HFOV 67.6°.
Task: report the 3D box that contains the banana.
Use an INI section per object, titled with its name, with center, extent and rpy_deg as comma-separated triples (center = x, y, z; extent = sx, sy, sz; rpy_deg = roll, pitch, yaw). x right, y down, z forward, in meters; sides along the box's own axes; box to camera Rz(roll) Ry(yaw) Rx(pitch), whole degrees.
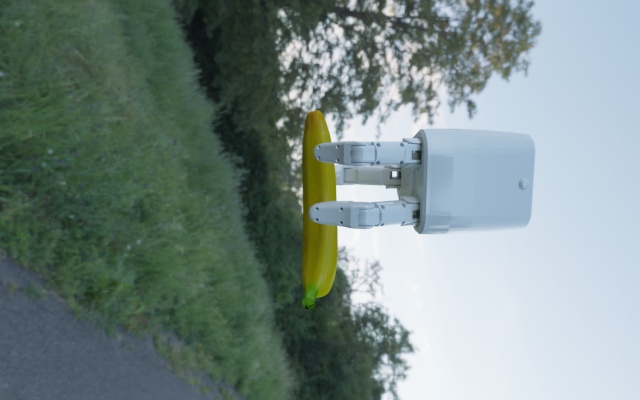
[banana]
center = 0.000, 0.010, 0.482
extent = 0.037, 0.197, 0.070
rpy_deg = 0, -17, -2
